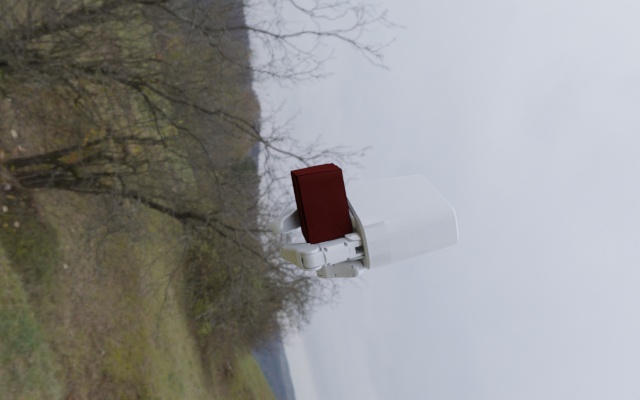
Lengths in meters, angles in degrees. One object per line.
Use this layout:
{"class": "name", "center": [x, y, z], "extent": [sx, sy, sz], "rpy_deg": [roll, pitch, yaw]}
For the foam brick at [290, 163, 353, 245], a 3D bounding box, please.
{"class": "foam brick", "center": [0.000, 0.001, 0.528], "extent": [0.051, 0.078, 0.053], "rpy_deg": [-12, 14, -7]}
